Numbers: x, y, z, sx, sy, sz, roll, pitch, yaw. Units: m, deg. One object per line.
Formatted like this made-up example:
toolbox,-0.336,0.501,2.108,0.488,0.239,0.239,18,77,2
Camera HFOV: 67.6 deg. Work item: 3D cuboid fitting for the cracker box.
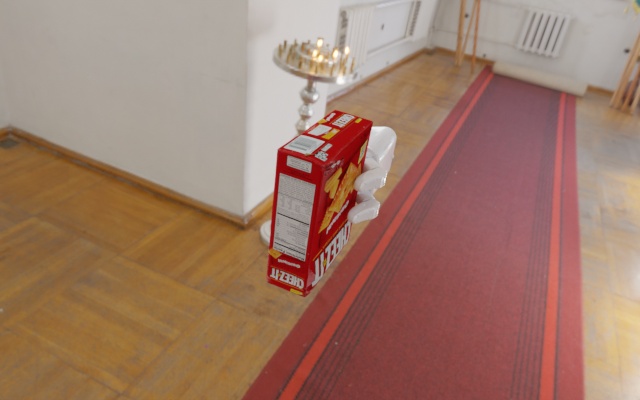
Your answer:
cracker box,0.000,0.002,0.669,0.072,0.214,0.164,20,34,18
